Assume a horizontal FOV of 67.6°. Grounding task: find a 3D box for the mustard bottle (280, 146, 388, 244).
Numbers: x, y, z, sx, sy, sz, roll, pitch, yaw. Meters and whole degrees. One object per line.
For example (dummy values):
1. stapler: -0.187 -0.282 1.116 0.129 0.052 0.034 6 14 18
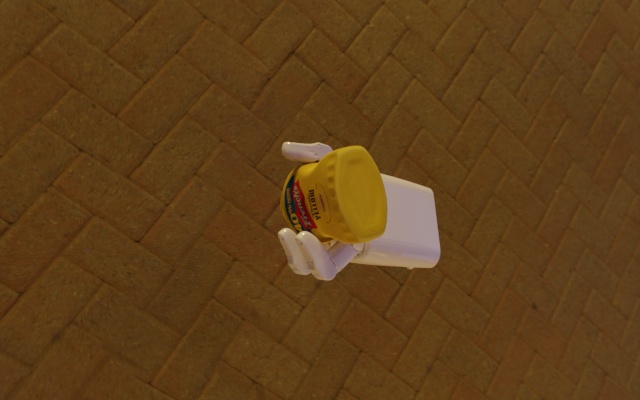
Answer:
1. mustard bottle: 0.000 0.002 0.548 0.058 0.096 0.191 -16 2 -26
